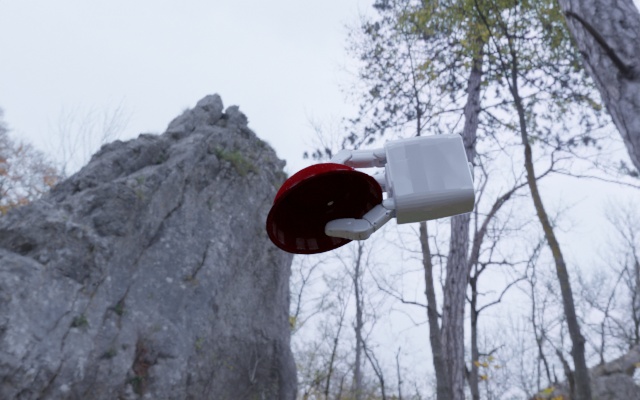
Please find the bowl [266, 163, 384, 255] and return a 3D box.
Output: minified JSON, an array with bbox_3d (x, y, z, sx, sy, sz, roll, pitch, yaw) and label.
[{"bbox_3d":[-0.001,0.002,0.642,0.162,0.055,0.162,-13,-41,-12],"label":"bowl"}]
